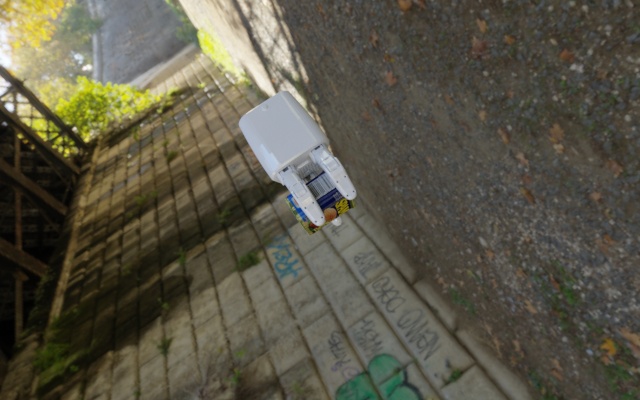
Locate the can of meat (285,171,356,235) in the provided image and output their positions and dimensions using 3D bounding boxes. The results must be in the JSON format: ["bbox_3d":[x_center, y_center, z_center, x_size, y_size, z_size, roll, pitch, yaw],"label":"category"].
[{"bbox_3d":[0.000,0.003,0.701,0.084,0.057,0.102,-34,-17,-2],"label":"can of meat"}]
